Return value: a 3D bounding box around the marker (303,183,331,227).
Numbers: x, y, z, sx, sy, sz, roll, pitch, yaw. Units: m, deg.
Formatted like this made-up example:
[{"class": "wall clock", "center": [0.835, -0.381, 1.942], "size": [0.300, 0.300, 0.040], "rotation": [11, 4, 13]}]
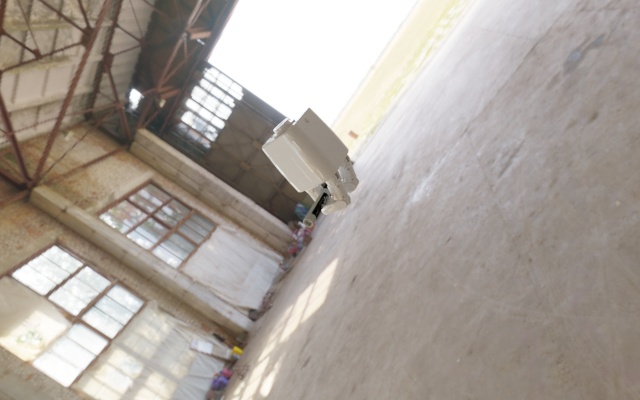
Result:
[{"class": "marker", "center": [0.000, 0.003, 0.835], "size": [0.020, 0.020, 0.121], "rotation": [0, 35, 25]}]
